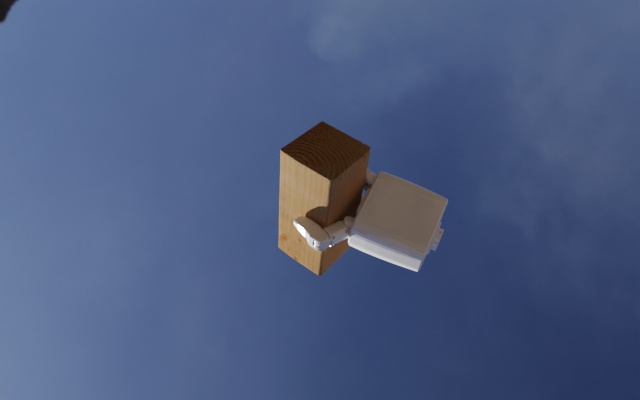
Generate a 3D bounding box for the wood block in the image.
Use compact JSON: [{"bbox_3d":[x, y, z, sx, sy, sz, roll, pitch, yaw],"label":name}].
[{"bbox_3d":[0.000,0.003,0.704,0.090,0.206,0.090,32,51,23],"label":"wood block"}]
